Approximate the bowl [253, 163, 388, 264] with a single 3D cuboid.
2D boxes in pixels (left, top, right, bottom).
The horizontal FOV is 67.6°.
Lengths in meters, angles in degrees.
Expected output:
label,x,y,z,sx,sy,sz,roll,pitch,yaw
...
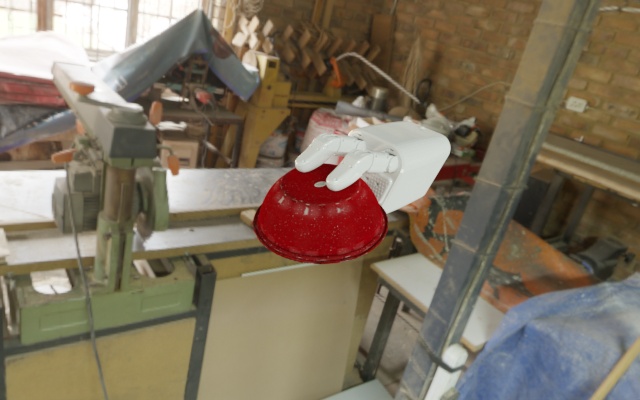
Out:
label,x,y,z,sx,sy,sz,roll,pitch,yaw
bowl,-0.001,0.002,0.557,0.162,0.055,0.162,0,34,0
